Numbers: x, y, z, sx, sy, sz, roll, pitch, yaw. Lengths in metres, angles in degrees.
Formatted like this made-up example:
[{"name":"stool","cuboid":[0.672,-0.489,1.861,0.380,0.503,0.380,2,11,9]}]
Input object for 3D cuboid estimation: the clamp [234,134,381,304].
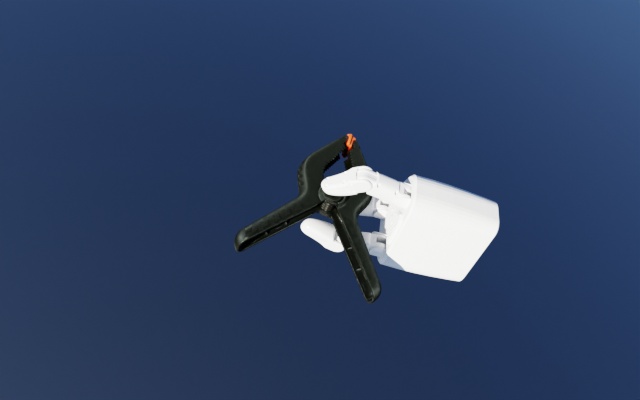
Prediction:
[{"name":"clamp","cuboid":[0.001,0.001,0.552,0.164,0.209,0.036,17,-35,-10]}]
